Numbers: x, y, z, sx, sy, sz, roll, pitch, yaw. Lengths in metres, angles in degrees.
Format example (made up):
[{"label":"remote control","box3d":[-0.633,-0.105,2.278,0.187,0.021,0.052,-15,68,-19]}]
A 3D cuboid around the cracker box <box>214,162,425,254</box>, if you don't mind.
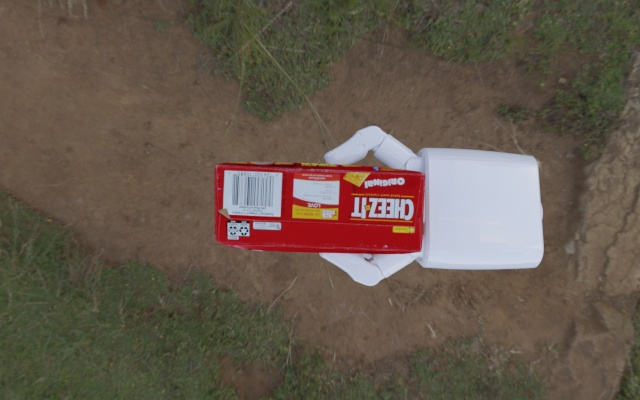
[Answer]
[{"label":"cracker box","box3d":[0.000,0.001,0.470,0.164,0.072,0.213,2,3,0]}]
